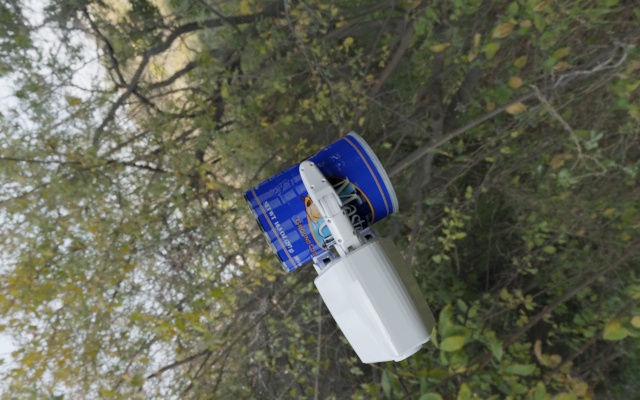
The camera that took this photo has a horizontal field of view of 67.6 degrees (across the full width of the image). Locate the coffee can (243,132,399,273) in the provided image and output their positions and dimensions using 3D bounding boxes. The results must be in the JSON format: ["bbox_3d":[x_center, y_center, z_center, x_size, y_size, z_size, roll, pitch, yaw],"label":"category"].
[{"bbox_3d":[0.000,0.001,0.530,0.140,0.103,0.103,-29,2,-5],"label":"coffee can"}]
